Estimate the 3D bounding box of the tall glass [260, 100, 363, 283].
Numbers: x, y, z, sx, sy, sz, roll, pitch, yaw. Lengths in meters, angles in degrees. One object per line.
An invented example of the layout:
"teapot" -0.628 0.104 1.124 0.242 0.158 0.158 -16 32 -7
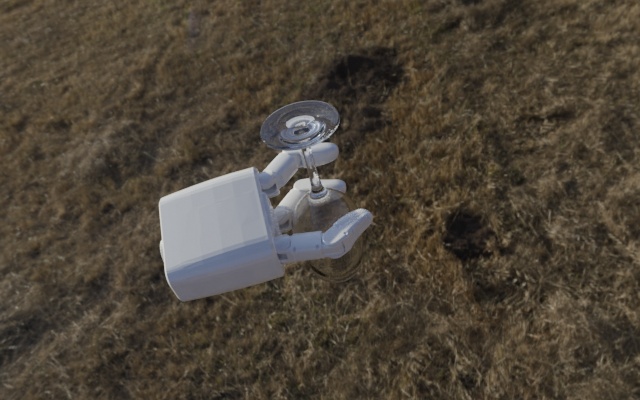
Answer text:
"tall glass" 0.000 0.001 0.497 0.079 0.201 0.079 -8 43 8
